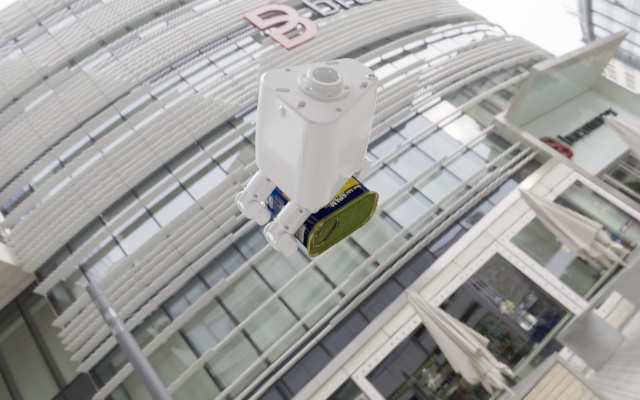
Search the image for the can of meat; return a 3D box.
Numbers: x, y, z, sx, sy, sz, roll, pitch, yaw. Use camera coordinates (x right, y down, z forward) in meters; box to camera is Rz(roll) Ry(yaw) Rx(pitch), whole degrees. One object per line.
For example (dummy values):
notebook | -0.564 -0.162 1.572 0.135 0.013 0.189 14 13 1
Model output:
can of meat | 0.000 0.002 0.543 0.102 0.057 0.084 -31 59 -27
